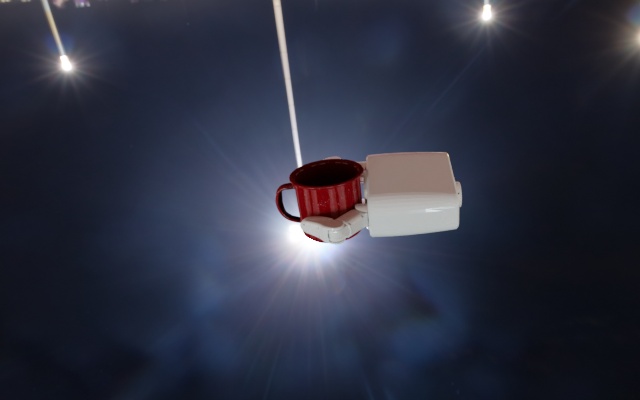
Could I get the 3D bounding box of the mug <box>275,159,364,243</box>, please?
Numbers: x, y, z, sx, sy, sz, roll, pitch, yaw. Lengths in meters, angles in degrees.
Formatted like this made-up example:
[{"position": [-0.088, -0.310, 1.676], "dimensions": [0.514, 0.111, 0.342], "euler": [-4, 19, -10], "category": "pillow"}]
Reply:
[{"position": [-0.001, 0.002, 0.610], "dimensions": [0.117, 0.081, 0.093], "euler": [-4, 25, 9], "category": "mug"}]
